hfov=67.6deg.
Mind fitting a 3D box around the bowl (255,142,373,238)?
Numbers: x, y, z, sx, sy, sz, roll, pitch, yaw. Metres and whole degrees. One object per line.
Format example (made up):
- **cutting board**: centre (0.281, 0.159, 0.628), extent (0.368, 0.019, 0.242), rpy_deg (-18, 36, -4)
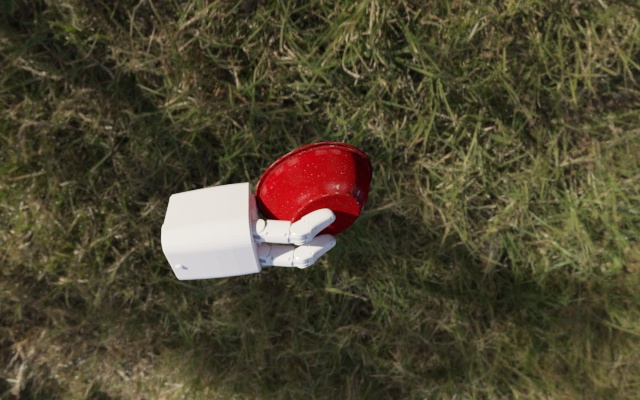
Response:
- **bowl**: centre (0.001, 0.002, 0.616), extent (0.162, 0.055, 0.162), rpy_deg (-13, -38, -10)
